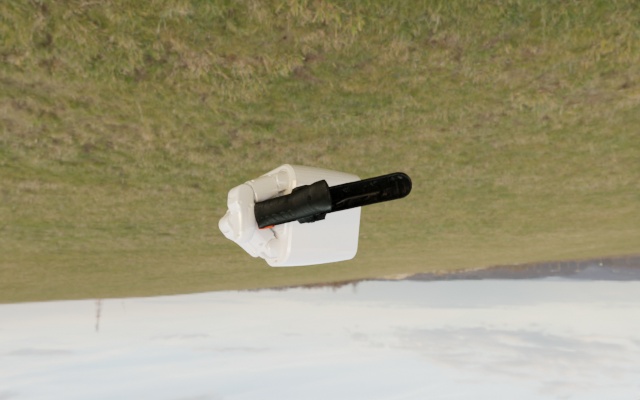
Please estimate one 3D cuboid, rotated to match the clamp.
[{"bbox_3d":[0.000,0.002,0.461,0.120,0.039,0.171,-2,-6,-35],"label":"clamp"}]
